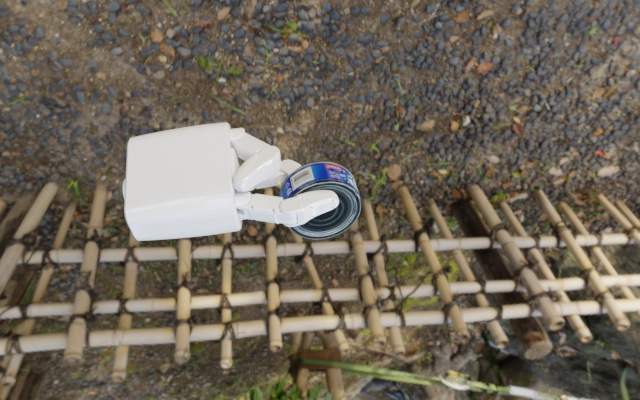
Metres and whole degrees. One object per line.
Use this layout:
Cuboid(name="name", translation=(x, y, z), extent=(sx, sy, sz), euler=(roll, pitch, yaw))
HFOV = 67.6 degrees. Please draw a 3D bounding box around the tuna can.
Cuboid(name="tuna can", translation=(0.000, 0.002, 0.515), extent=(0.086, 0.086, 0.033), euler=(0, 41, -14))
